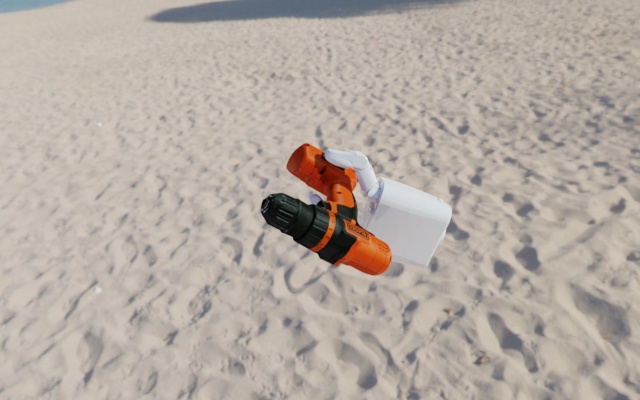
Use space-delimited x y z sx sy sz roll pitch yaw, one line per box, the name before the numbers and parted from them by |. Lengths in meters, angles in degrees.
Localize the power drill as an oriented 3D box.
power drill | 0.000 0.002 0.626 0.184 0.057 0.187 30 28 -27
